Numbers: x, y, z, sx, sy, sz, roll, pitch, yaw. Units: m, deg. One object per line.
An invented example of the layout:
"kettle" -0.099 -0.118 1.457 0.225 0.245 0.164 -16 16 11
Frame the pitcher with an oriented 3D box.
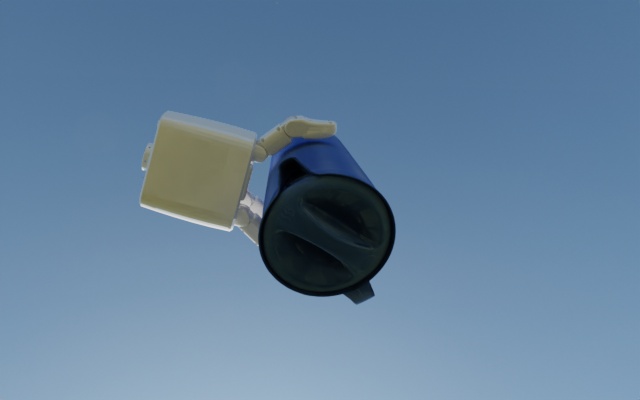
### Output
"pitcher" 0.000 0.002 0.565 0.145 0.149 0.242 14 21 -11
